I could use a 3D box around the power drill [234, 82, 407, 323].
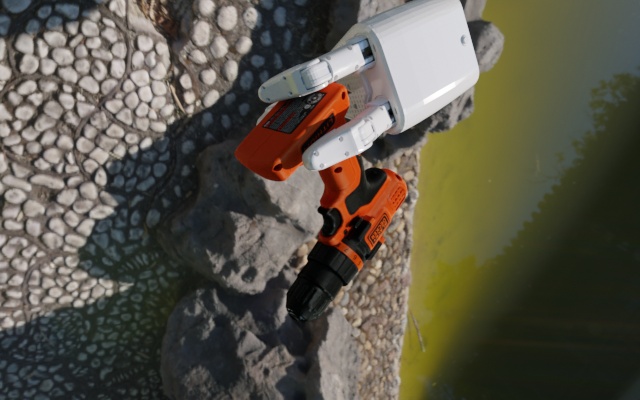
[{"bbox_3d":[0.000,0.001,0.439,0.057,0.184,0.188,18,-28,38],"label":"power drill"}]
